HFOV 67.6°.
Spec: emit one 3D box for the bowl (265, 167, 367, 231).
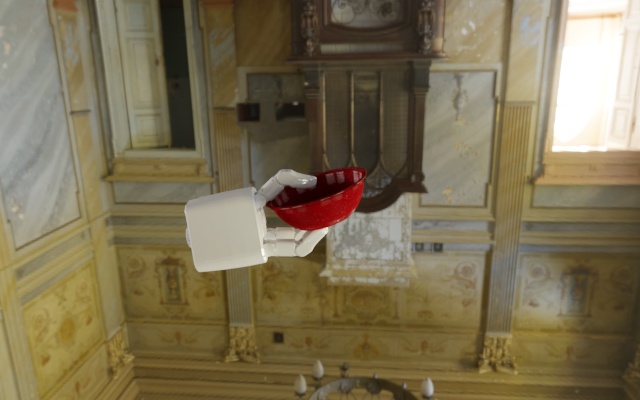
[{"bbox_3d":[0.002,0.002,0.732,0.162,0.055,0.162,-17,16,5],"label":"bowl"}]
